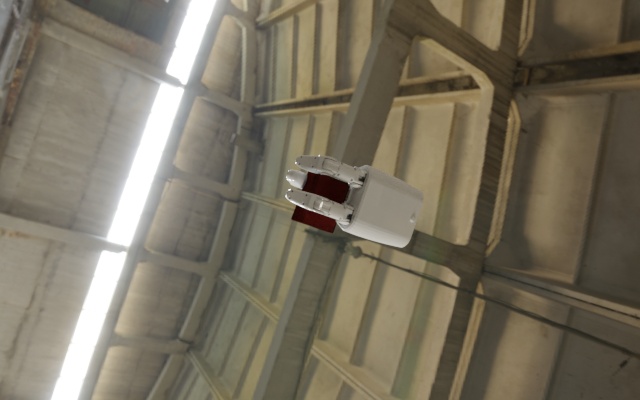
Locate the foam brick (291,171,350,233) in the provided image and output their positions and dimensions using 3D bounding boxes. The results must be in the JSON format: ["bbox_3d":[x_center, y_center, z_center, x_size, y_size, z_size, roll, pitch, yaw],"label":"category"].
[{"bbox_3d":[0.000,0.002,0.691,0.051,0.078,0.053,21,-2,-22],"label":"foam brick"}]
